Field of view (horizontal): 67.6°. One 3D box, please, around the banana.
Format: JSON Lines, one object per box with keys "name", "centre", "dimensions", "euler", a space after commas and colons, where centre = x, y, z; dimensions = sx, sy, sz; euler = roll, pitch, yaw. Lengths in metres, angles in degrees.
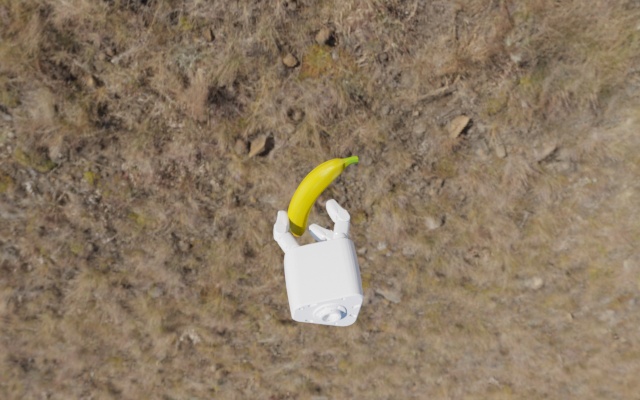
{"name": "banana", "centre": [-0.014, -0.004, 0.807], "dimensions": [0.069, 0.037, 0.198], "euler": [17, -51, -30]}
